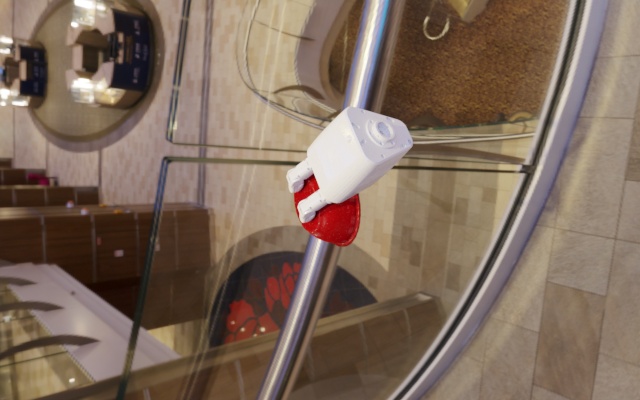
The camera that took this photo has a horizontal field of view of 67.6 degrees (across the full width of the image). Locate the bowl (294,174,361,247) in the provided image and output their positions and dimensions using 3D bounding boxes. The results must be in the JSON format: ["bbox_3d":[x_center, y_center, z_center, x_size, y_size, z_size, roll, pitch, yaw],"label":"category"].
[{"bbox_3d":[-0.001,0.004,0.786,0.055,0.162,0.162,-11,5,-27],"label":"bowl"}]
